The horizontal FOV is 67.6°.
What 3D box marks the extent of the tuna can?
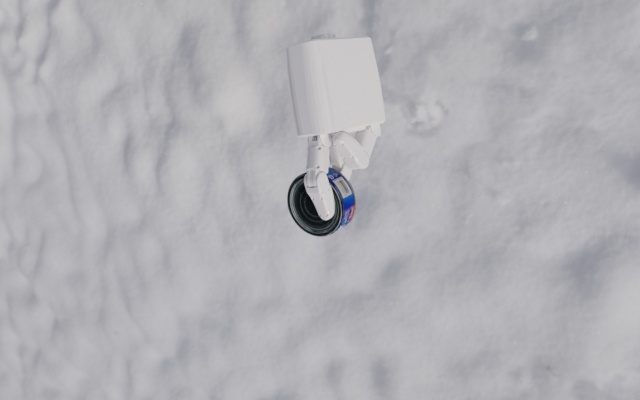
[{"bbox_3d":[0.000,0.002,0.606,0.086,0.086,0.033,0,16,34],"label":"tuna can"}]
